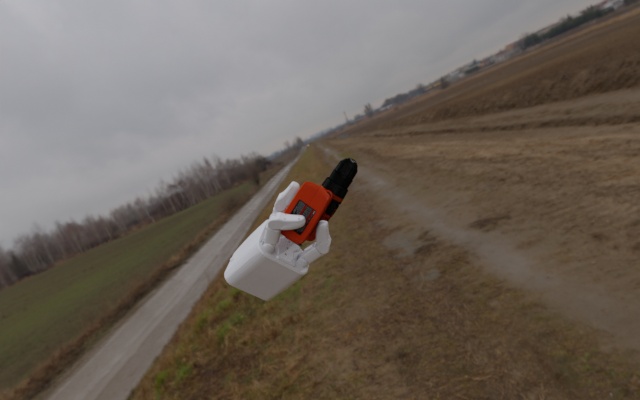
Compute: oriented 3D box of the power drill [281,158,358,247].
[{"bbox_3d":[0.000,0.003,0.866,0.057,0.184,0.187,33,10,10],"label":"power drill"}]
